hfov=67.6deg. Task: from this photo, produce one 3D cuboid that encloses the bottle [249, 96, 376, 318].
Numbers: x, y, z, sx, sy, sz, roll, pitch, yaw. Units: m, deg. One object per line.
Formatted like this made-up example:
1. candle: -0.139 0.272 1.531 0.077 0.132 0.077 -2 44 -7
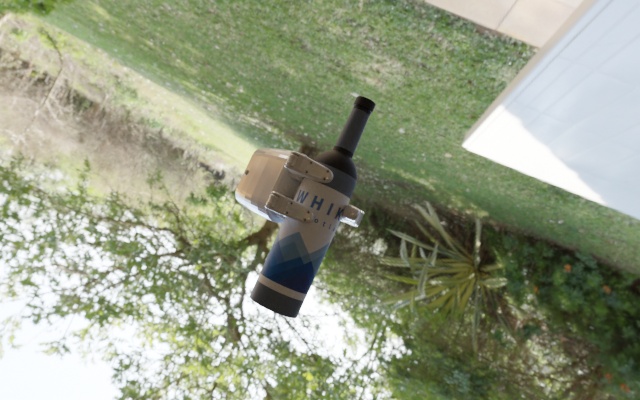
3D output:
1. bottle: 0.000 0.002 0.619 0.069 0.295 0.069 24 -4 2
